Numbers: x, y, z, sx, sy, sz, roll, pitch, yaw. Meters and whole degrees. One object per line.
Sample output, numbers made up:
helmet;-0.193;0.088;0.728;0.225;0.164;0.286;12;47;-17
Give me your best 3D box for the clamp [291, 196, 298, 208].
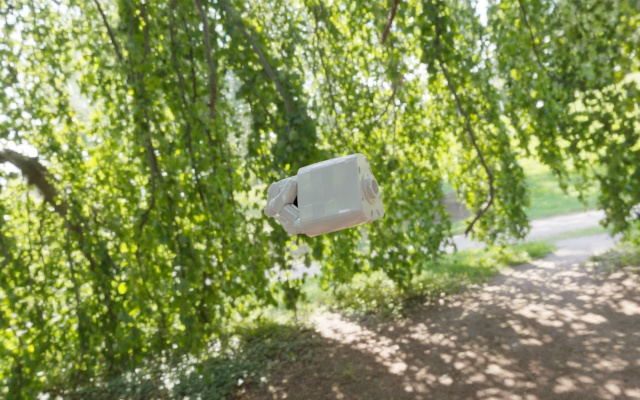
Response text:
clamp;0.000;0.002;0.852;0.120;0.039;0.171;-14;-4;27
